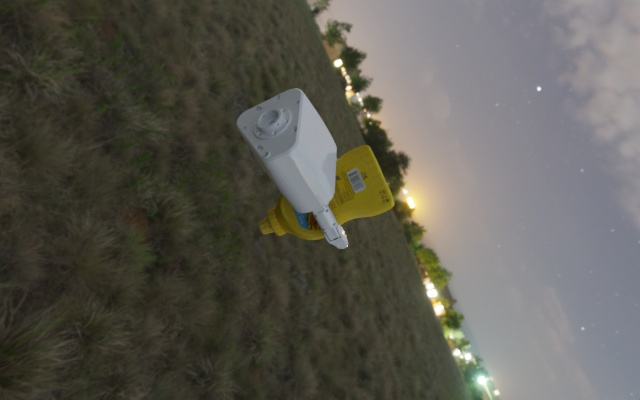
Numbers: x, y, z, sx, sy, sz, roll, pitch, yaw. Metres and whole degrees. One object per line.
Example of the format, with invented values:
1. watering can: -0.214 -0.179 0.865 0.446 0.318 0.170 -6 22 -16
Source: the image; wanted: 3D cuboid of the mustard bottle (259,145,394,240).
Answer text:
1. mustard bottle: 0.000 0.002 0.677 0.191 0.096 0.058 -24 -16 9
